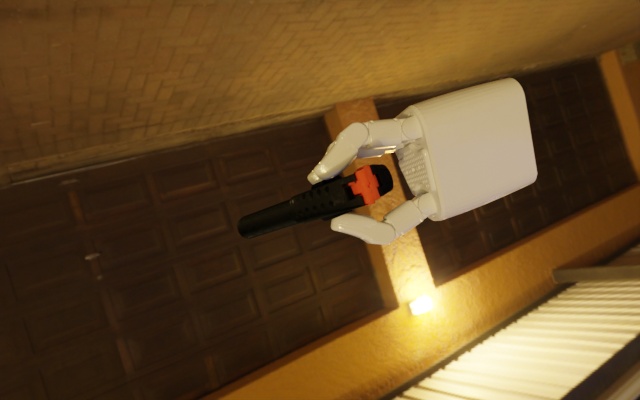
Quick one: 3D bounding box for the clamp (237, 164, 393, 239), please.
[{"bbox_3d":[0.001,0.002,0.444,0.164,0.036,0.210,-21,0,-9],"label":"clamp"}]
